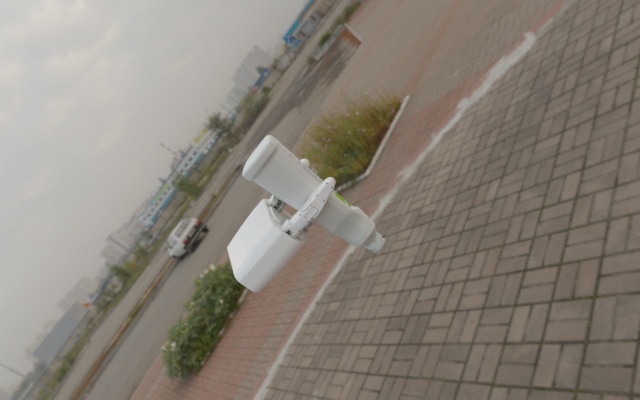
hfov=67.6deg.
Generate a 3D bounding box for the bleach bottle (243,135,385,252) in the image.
[{"bbox_3d":[0.000,0.002,0.741,0.251,0.068,0.102,37,11,-14],"label":"bleach bottle"}]
